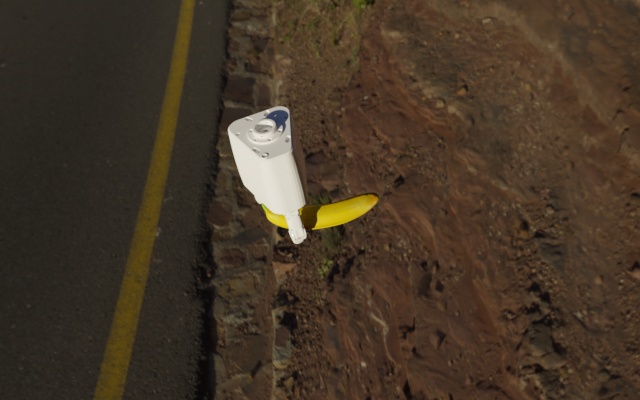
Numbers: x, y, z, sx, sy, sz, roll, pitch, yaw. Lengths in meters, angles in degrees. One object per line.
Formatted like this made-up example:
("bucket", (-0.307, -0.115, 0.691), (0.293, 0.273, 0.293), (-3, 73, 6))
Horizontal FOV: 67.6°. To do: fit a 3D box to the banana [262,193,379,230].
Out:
("banana", (-0.004, 0.017, 0.770), (0.198, 0.069, 0.037), (-3, -43, 8))
